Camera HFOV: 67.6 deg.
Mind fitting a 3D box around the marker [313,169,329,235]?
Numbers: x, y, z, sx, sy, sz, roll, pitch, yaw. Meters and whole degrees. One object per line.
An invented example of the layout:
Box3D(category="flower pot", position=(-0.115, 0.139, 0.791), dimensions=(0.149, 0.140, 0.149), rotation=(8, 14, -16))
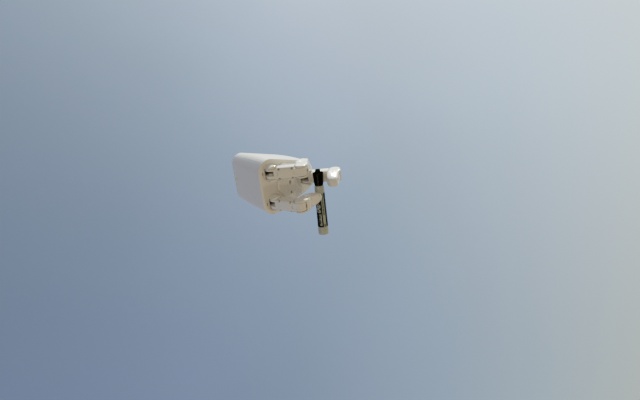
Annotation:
Box3D(category="marker", position=(0.000, 0.003, 0.844), dimensions=(0.020, 0.121, 0.020), rotation=(-5, 21, 2))
